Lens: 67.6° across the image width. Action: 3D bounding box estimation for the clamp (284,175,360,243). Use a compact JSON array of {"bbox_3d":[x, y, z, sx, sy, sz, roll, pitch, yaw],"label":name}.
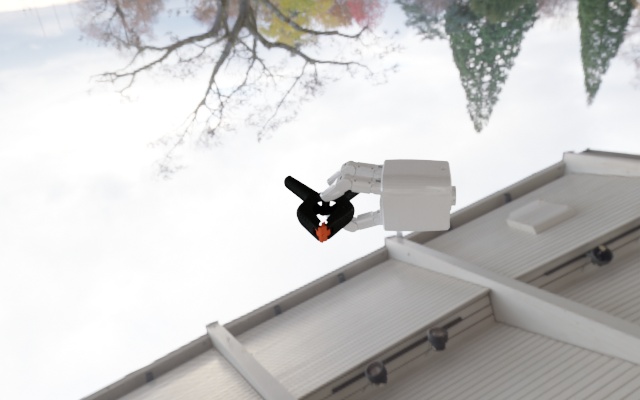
[{"bbox_3d":[0.000,0.004,0.800,0.164,0.036,0.210,0,28,11],"label":"clamp"}]
